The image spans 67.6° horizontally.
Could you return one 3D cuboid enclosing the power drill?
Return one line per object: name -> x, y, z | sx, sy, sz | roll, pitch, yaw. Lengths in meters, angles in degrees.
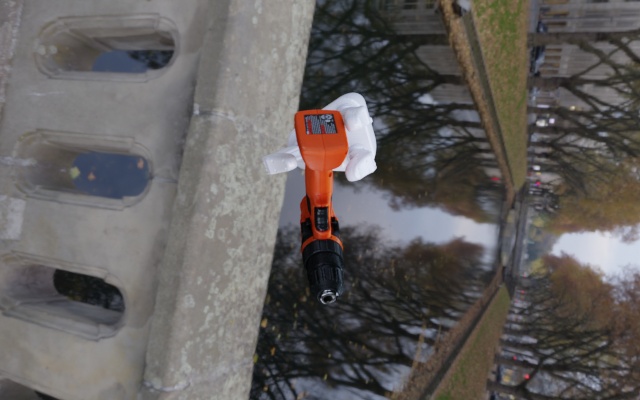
power drill -> 0.000, 0.001, 0.569 | 0.057, 0.188, 0.184 | -3, 37, -7
